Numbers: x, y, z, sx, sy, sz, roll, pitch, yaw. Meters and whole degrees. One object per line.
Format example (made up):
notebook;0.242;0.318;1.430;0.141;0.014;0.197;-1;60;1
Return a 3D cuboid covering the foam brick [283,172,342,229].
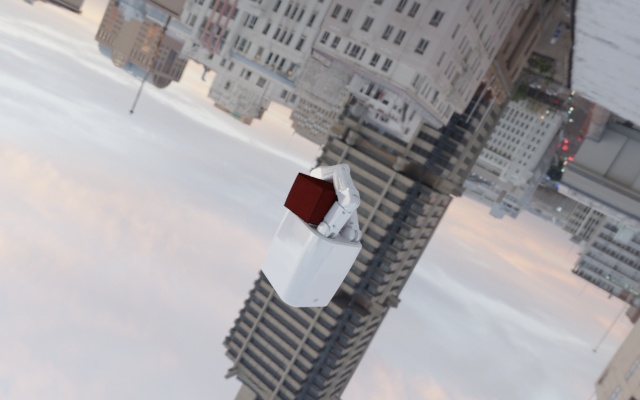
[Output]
foam brick;0.000;0.002;0.644;0.053;0.051;0.078;36;13;38
